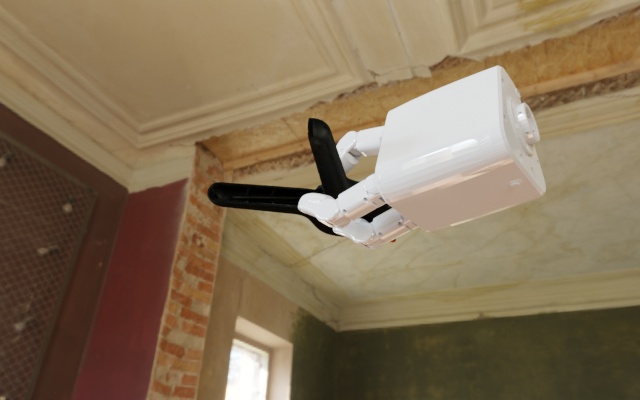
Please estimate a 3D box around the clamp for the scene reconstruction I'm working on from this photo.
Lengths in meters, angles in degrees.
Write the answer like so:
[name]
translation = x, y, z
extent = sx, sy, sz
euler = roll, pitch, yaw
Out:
[clamp]
translation = 0.001, 0.001, 0.500
extent = 0.164, 0.036, 0.210
euler = -20, -36, 35
